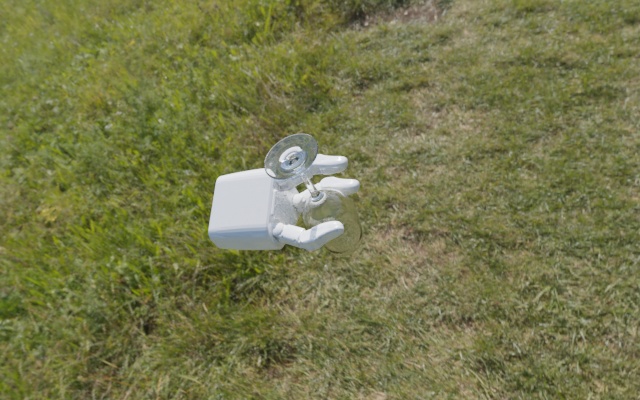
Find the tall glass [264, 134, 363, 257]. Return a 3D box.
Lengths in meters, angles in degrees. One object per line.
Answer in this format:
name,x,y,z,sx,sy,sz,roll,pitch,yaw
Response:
tall glass,0.000,0.002,0.664,0.079,0.079,0.201,0,-35,28
